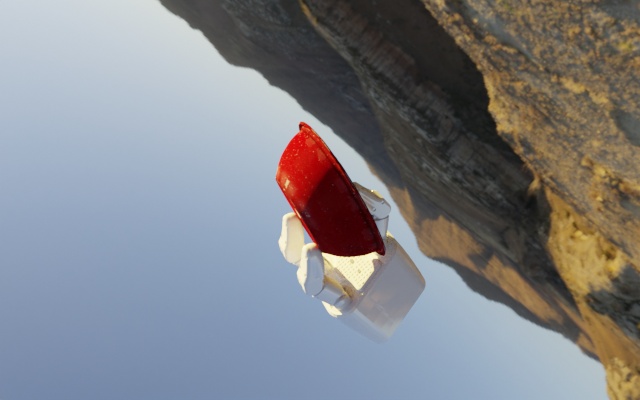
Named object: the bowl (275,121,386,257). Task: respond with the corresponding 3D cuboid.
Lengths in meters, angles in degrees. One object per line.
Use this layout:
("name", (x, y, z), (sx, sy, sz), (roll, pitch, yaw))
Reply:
("bowl", (-0.001, 0.001, 0.492), (0.055, 0.162, 0.162), (-32, 3, -5))
